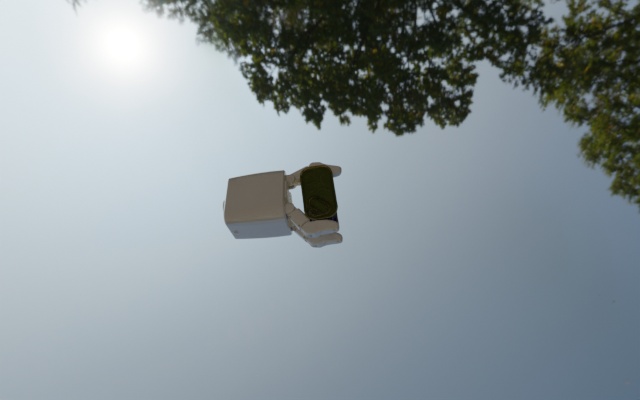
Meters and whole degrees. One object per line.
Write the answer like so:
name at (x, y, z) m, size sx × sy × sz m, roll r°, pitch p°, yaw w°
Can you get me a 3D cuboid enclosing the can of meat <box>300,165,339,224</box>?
can of meat at (0.000, 0.003, 0.845) m, size 0.057 × 0.102 × 0.084 m, roll -9°, pitch -27°, yaw 1°
